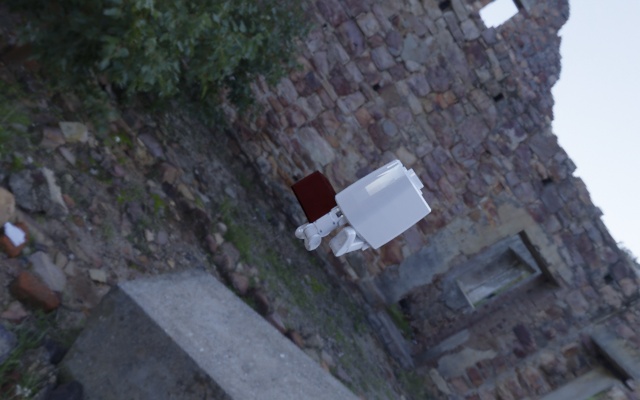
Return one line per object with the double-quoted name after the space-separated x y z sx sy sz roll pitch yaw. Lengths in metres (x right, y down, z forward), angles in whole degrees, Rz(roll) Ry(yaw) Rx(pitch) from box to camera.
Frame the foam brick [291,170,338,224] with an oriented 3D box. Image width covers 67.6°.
0.000 0.002 0.740 0.051 0.078 0.053 -34 -25 10 "foam brick"
